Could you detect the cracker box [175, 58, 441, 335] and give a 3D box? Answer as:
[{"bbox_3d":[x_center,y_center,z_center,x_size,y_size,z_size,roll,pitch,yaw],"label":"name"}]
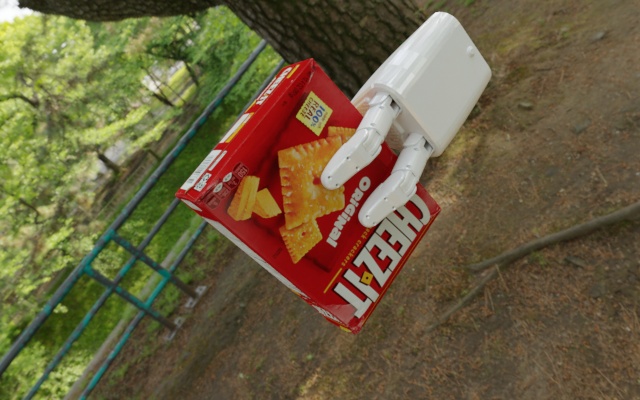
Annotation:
[{"bbox_3d":[0.000,0.001,0.462,0.214,0.164,0.072,44,-15,-25],"label":"cracker box"}]
